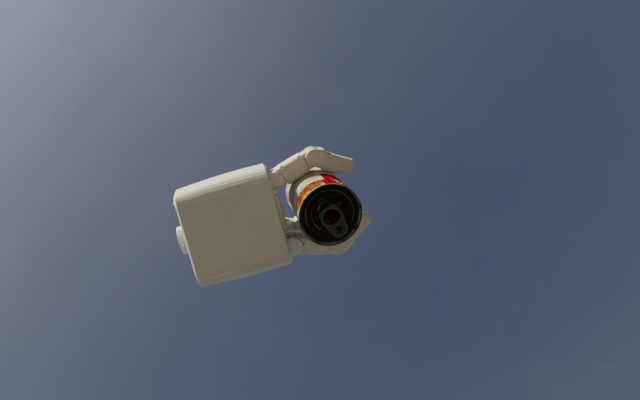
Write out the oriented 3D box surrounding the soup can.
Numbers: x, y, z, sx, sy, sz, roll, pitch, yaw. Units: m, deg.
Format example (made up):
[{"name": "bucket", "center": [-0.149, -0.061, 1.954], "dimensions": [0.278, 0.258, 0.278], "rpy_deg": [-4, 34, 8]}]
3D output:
[{"name": "soup can", "center": [0.000, 0.001, 0.540], "dimensions": [0.068, 0.068, 0.102], "rpy_deg": [0, 16, -13]}]
